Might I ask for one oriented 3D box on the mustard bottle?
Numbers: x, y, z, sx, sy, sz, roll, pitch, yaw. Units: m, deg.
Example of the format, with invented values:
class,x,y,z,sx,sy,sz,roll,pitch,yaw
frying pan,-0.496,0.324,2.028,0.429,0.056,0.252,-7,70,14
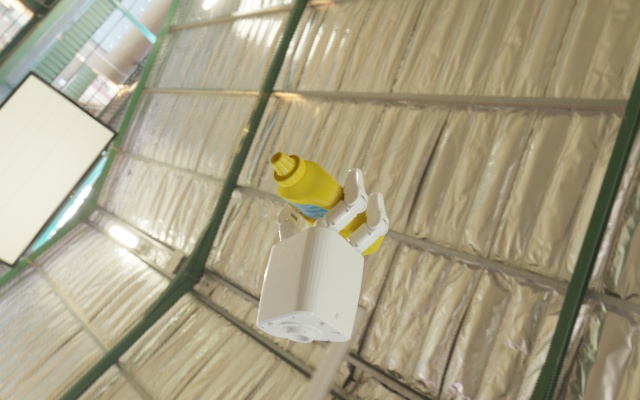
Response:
class,x,y,z,sx,sy,sz,roll,pitch,yaw
mustard bottle,0.000,0.002,0.617,0.096,0.058,0.192,14,-23,46
